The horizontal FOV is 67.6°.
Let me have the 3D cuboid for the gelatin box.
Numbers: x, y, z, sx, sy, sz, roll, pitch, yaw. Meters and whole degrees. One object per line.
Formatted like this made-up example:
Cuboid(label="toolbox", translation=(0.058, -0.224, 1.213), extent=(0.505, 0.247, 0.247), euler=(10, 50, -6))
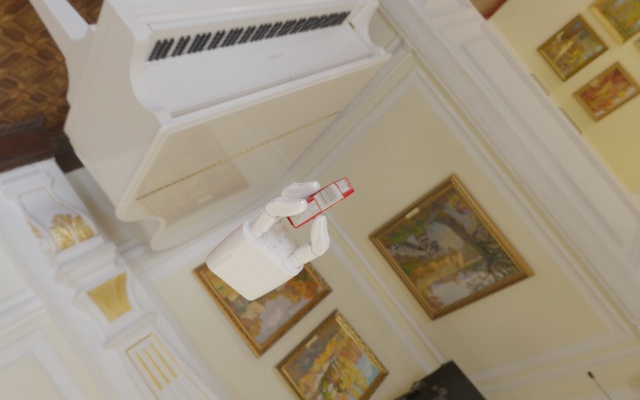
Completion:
Cuboid(label="gelatin box", translation=(0.001, 0.002, 0.695), extent=(0.089, 0.030, 0.073), euler=(-33, -2, 18))
